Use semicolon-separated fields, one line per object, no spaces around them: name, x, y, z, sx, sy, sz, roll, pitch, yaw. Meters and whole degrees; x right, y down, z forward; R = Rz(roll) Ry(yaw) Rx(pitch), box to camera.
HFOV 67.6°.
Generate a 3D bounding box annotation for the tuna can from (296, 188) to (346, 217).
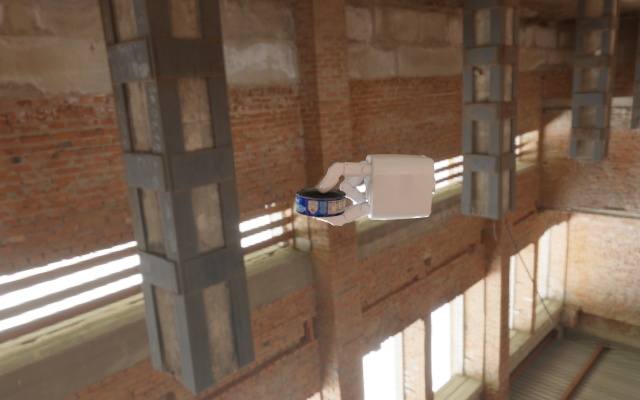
tuna can;0.000;0.003;0.813;0.086;0.034;0.086;2;13;0
